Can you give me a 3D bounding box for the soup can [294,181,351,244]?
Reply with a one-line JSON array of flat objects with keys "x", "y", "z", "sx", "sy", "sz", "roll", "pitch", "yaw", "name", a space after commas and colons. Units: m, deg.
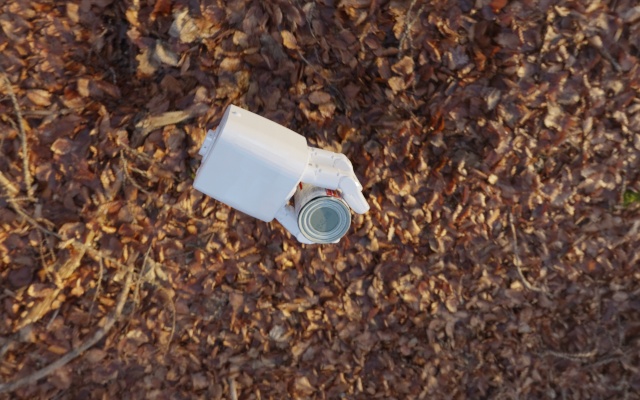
[{"x": 0.001, "y": 0.002, "z": 0.622, "sx": 0.068, "sy": 0.068, "sz": 0.102, "roll": 0, "pitch": 27, "yaw": -6, "name": "soup can"}]
